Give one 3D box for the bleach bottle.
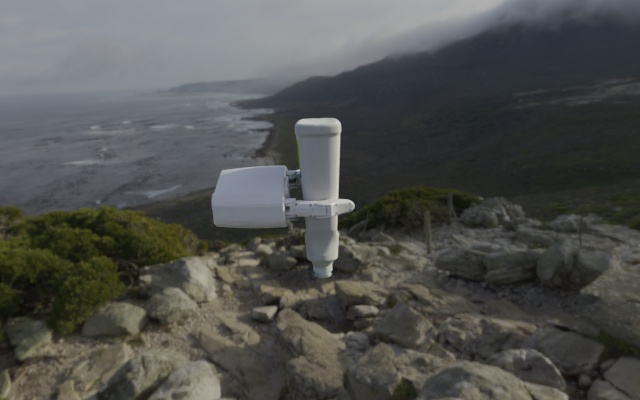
[{"bbox_3d":[0.000,0.002,0.742,0.068,0.251,0.102,-2,15,0],"label":"bleach bottle"}]
